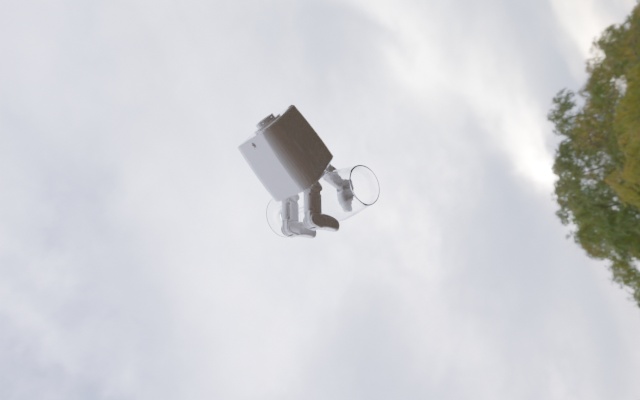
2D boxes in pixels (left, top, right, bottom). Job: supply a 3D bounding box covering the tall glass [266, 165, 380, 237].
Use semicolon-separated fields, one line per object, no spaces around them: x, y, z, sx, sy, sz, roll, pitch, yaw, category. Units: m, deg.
0.000;0.003;0.760;0.079;0.079;0.201;0;-15;-42;tall glass
